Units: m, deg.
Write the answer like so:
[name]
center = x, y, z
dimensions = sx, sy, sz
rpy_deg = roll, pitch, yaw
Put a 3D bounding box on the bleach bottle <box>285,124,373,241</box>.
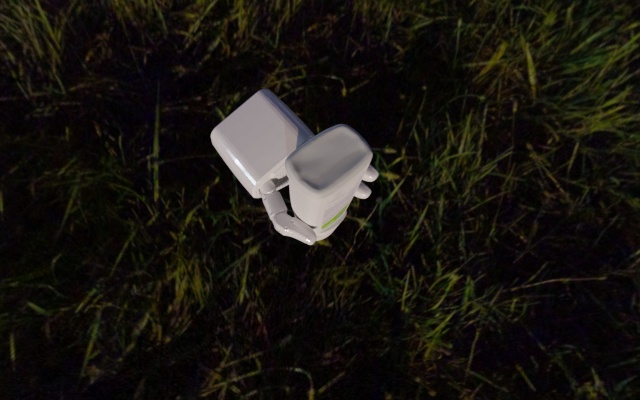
[bleach bottle]
center = 0.000, 0.002, 0.642
dimensions = 0.102, 0.068, 0.251
rpy_deg = -37, -16, -19
